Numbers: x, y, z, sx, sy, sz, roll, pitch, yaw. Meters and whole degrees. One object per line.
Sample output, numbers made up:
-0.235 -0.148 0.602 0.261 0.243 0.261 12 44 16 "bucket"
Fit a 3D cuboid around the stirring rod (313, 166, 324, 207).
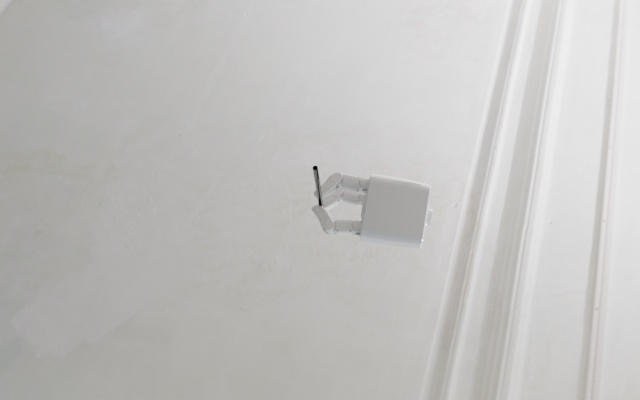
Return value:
0.000 0.003 0.834 0.011 0.011 0.240 0 -26 4 "stirring rod"
